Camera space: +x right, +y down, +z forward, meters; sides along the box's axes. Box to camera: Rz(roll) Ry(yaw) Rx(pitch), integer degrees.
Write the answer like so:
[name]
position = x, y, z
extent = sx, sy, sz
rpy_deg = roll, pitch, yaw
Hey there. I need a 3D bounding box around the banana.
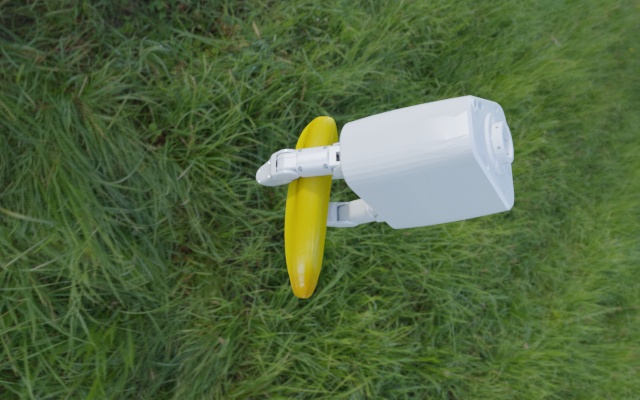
[banana]
position = -0.005, -0.012, 0.443
extent = 0.037, 0.197, 0.070
rpy_deg = -3, -35, 19
